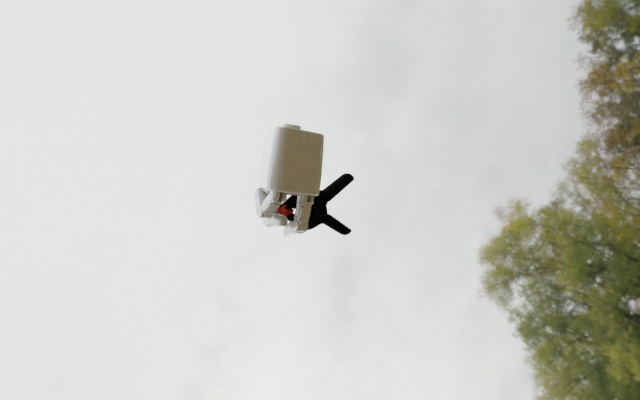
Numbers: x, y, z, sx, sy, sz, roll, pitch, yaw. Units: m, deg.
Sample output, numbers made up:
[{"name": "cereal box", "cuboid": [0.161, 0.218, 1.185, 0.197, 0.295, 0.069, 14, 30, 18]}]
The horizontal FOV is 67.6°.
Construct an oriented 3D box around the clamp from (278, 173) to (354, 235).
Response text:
[{"name": "clamp", "cuboid": [0.000, 0.003, 0.887, 0.171, 0.120, 0.039, 5, -1, -42]}]
